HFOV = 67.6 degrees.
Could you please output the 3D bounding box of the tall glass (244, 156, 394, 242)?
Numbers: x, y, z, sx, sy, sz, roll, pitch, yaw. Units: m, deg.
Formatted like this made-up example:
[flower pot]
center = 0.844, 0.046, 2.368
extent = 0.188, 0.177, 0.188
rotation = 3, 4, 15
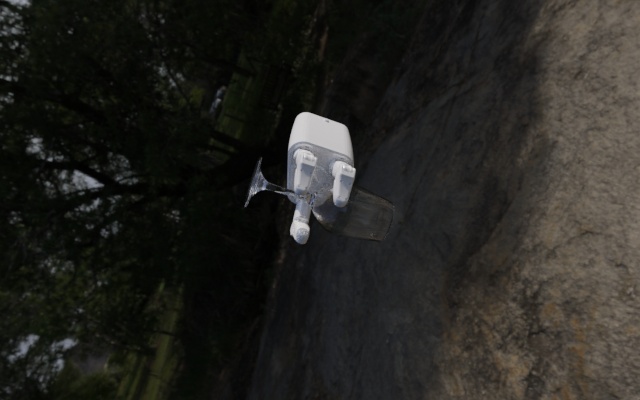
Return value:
[tall glass]
center = -0.001, 0.002, 0.672
extent = 0.201, 0.079, 0.079
rotation = 17, -4, -11
